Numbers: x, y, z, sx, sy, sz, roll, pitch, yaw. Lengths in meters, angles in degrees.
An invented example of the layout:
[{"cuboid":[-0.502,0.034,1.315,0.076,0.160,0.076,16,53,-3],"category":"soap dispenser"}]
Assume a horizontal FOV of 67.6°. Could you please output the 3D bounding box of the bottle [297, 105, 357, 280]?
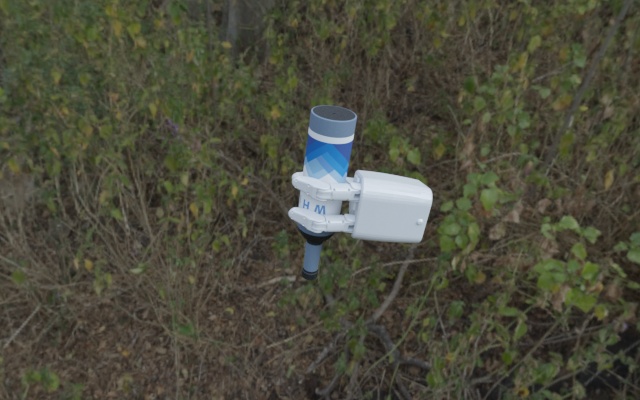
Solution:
[{"cuboid":[0.000,0.002,0.752,0.069,0.296,0.069,7,29,-4],"category":"bottle"}]
